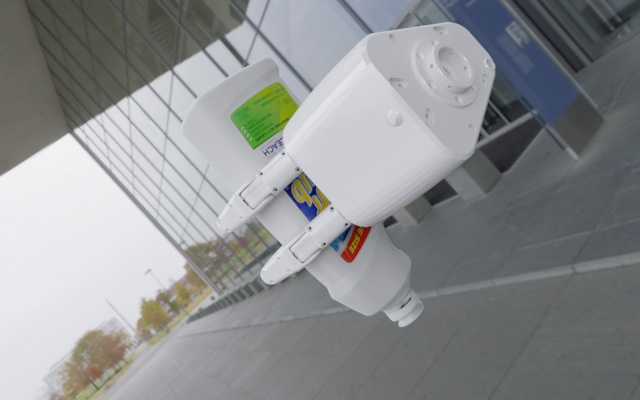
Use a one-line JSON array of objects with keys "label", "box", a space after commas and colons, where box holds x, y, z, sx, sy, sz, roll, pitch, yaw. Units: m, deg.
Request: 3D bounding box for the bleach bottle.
[{"label": "bleach bottle", "box": [0.000, 0.001, 0.413, 0.102, 0.251, 0.068, -43, 2, -36]}]
